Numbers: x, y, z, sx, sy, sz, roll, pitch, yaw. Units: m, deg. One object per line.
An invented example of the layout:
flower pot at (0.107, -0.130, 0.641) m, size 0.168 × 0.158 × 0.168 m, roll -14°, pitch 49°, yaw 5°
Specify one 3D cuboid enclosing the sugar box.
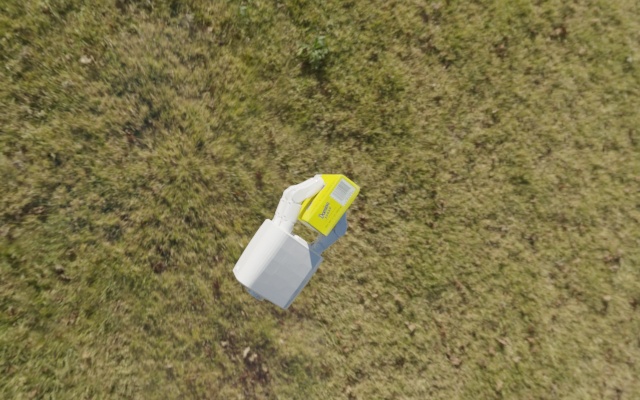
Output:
sugar box at (0.000, 0.002, 0.806) m, size 0.048 × 0.093 × 0.176 m, roll 39°, pitch -7°, yaw -15°
